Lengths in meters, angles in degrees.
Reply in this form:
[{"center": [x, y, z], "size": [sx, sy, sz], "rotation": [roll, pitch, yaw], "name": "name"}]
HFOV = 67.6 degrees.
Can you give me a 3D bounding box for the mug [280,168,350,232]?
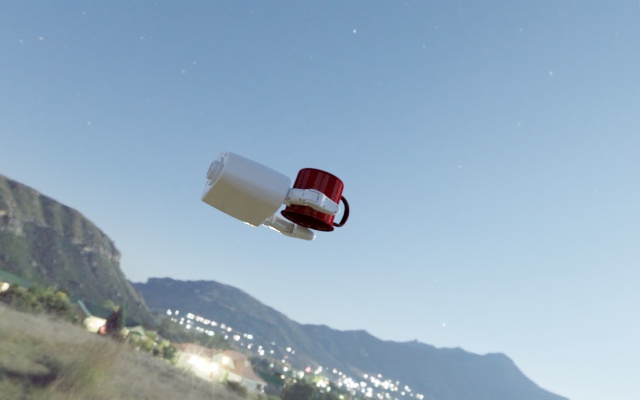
[{"center": [0.001, 0.003, 0.793], "size": [0.117, 0.081, 0.093], "rotation": [25, -17, -23], "name": "mug"}]
